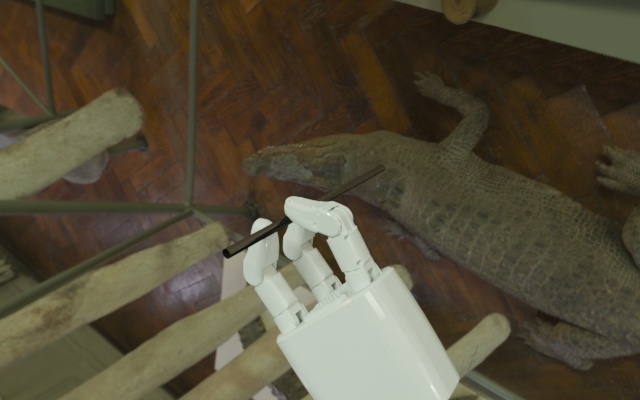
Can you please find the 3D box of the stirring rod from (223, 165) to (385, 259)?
[{"bbox_3d":[0.000,0.001,0.439,0.011,0.011,0.239,0,18,37],"label":"stirring rod"}]
